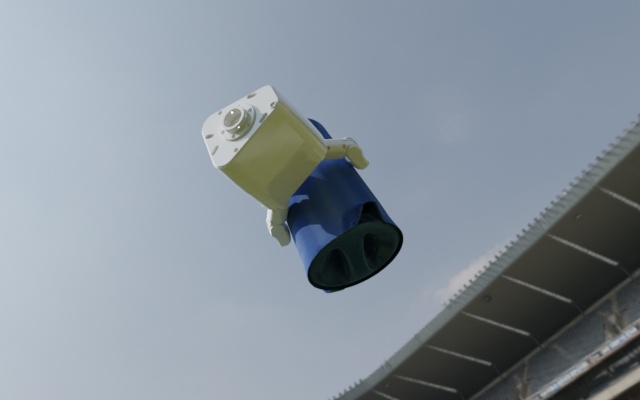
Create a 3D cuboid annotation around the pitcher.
[{"bbox_3d":[0.000,0.002,0.679,0.149,0.242,0.145,-37,-39,11],"label":"pitcher"}]
